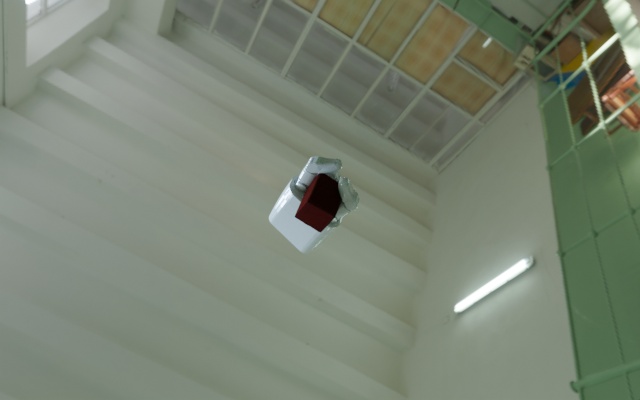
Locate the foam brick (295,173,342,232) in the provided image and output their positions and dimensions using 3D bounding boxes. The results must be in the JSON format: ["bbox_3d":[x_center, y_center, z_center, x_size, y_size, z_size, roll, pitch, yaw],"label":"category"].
[{"bbox_3d":[0.000,0.003,0.788,0.053,0.078,0.051,32,-46,-9],"label":"foam brick"}]
